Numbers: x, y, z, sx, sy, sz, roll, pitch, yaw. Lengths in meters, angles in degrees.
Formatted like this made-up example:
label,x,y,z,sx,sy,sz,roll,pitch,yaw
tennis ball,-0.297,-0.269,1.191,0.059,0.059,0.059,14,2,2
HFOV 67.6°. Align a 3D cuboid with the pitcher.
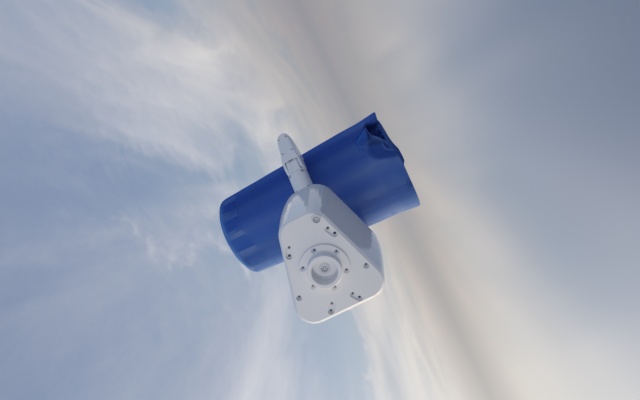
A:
label,x,y,z,sx,sy,sz,roll,pitch,yaw
pitcher,0.000,0.002,0.633,0.243,0.149,0.145,-26,14,7
